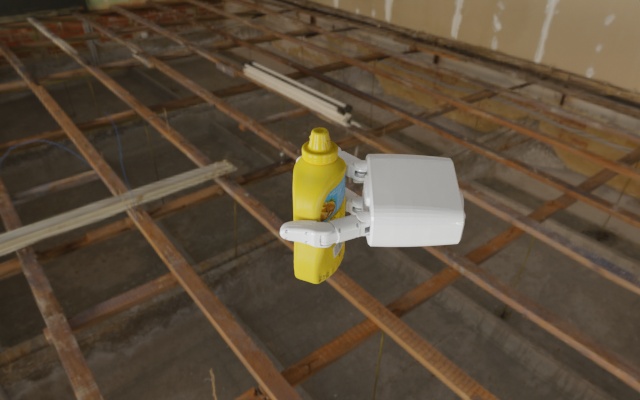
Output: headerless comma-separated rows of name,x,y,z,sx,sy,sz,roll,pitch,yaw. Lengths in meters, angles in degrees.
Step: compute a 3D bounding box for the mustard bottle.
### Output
mustard bottle,0.000,0.002,0.579,0.058,0.192,0.096,15,38,20
